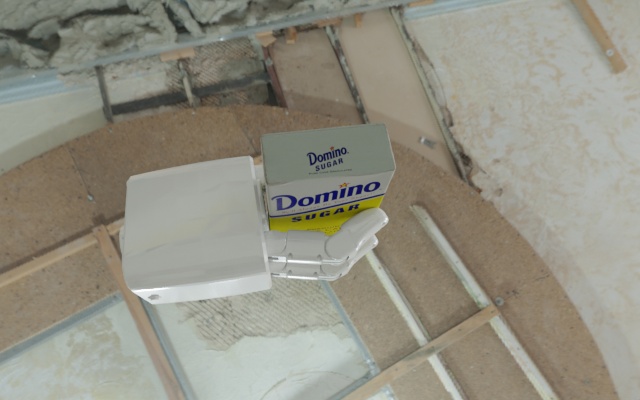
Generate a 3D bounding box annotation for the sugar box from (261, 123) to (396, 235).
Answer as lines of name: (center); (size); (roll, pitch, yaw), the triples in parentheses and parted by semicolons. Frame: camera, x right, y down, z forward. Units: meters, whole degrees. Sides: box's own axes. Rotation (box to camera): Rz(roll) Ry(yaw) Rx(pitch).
sugar box: (0.000, 0.002, 0.408); (0.093, 0.048, 0.176); (-7, -21, -6)
